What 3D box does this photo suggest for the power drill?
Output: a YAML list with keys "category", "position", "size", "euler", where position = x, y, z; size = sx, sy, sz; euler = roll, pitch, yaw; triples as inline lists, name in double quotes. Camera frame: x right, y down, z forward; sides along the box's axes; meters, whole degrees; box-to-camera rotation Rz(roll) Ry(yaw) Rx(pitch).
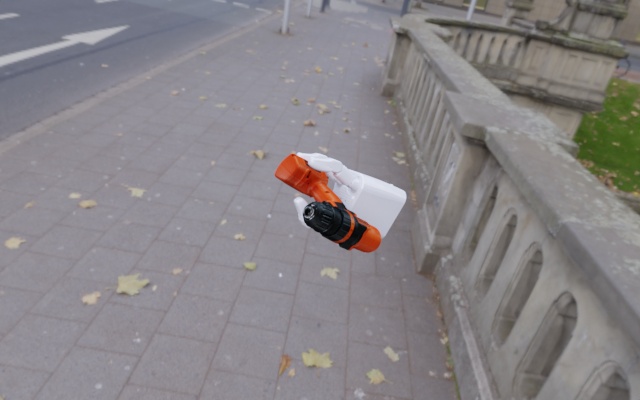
- category: "power drill"
  position: [0.000, 0.002, 0.776]
  size: [0.184, 0.057, 0.187]
  euler: [30, 17, -50]
